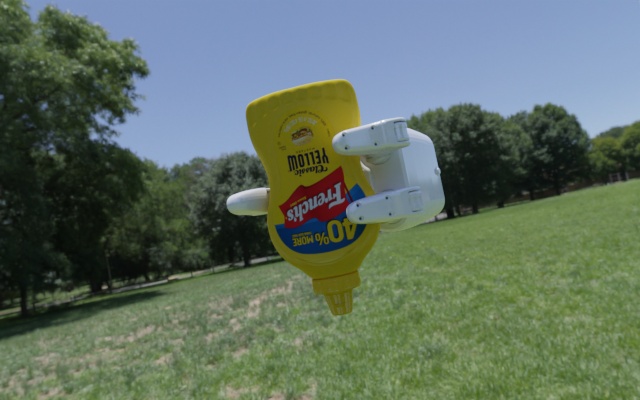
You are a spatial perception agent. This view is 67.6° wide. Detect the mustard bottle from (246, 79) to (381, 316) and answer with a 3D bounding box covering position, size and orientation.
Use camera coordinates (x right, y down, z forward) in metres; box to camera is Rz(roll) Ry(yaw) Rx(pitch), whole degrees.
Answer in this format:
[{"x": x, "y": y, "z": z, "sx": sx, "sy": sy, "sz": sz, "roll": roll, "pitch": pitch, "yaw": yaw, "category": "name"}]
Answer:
[{"x": 0.000, "y": 0.001, "z": 0.407, "sx": 0.096, "sy": 0.191, "sz": 0.058, "roll": -12, "pitch": -3, "yaw": 8, "category": "mustard bottle"}]
